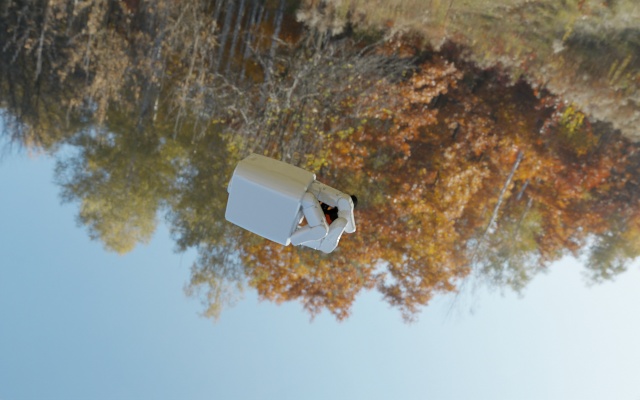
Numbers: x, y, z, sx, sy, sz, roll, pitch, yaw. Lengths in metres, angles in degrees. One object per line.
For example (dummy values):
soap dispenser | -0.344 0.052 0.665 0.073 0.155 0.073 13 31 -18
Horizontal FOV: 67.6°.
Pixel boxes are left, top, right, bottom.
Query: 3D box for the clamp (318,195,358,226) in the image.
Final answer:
clamp | 0.000 0.003 0.804 0.120 0.039 0.171 21 18 3
